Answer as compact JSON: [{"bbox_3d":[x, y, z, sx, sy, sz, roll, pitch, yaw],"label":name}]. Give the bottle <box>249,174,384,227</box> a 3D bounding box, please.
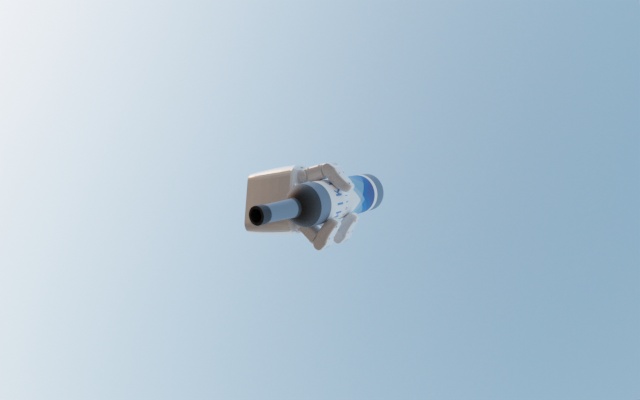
[{"bbox_3d":[0.000,0.002,0.744,0.069,0.069,0.295,0,7,36],"label":"bottle"}]
